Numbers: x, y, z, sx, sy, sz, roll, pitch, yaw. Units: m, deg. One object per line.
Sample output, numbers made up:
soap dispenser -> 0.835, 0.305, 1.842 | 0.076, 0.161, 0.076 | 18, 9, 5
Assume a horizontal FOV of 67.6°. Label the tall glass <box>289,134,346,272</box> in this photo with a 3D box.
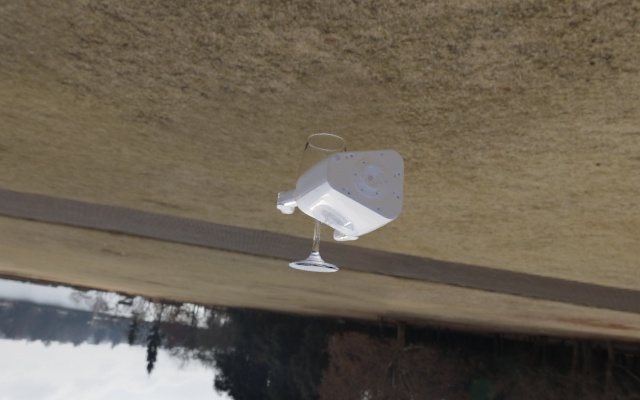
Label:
tall glass -> 0.000, 0.003, 0.724 | 0.079, 0.201, 0.079 | 5, -17, 2
